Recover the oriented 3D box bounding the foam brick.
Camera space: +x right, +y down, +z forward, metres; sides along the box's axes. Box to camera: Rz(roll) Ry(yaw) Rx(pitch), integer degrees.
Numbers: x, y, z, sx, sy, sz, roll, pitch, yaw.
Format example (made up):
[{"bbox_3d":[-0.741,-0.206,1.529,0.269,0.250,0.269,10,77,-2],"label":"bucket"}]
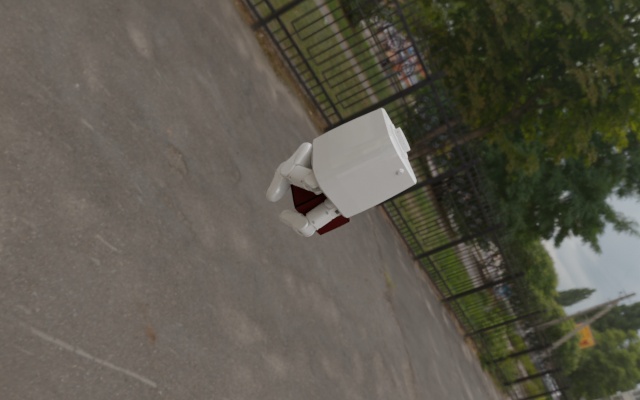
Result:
[{"bbox_3d":[0.000,0.002,0.679,0.051,0.053,0.078,-26,-43,14],"label":"foam brick"}]
